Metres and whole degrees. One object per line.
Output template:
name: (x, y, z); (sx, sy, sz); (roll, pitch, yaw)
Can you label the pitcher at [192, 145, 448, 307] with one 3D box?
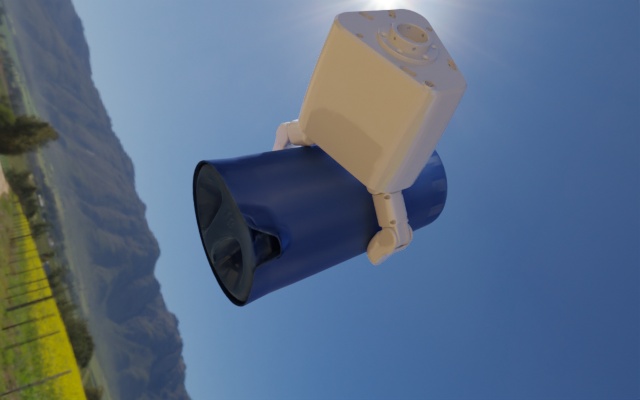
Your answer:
pitcher: (0.000, 0.002, 0.486); (0.243, 0.149, 0.145); (-15, -32, -29)
